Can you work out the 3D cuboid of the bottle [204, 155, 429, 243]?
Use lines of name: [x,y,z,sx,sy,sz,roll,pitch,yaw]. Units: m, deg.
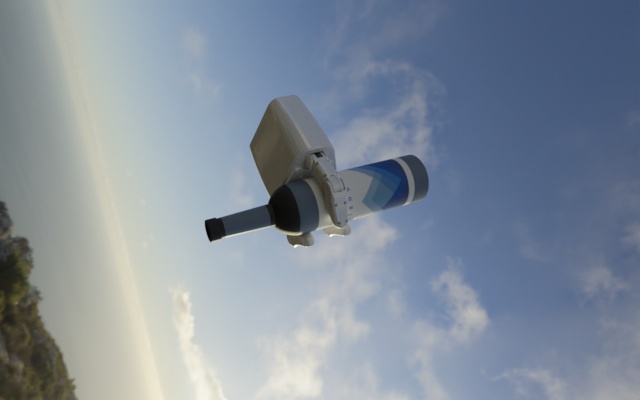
bottle: [0.000,0.002,0.611,0.295,0.069,0.069,-14,6,-23]
